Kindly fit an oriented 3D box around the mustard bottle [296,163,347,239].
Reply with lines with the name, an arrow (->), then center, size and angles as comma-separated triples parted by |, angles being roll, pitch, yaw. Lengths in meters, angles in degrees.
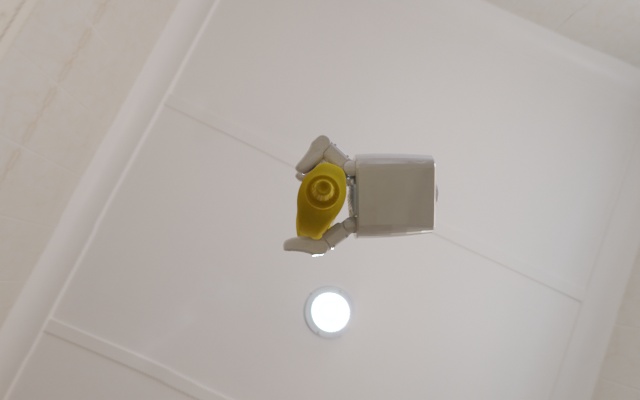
mustard bottle -> 0.000, 0.002, 0.627 | 0.058, 0.096, 0.192 | 23, -10, 1
